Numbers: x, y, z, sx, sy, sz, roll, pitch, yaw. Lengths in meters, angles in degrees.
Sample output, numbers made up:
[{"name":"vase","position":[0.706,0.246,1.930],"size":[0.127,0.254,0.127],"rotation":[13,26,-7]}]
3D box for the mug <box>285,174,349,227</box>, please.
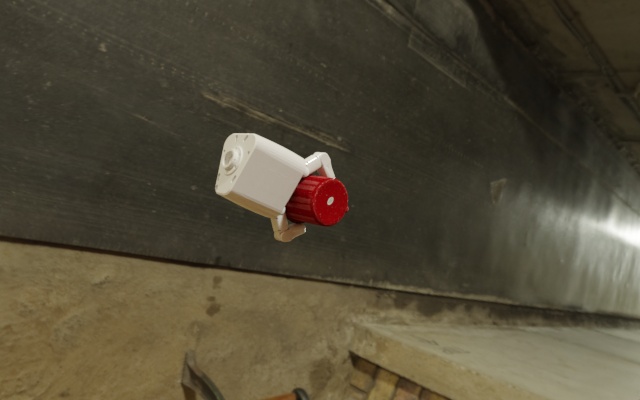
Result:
[{"name":"mug","position":[0.001,0.003,0.820],"size":[0.117,0.093,0.081],"rotation":[23,-9,-41]}]
